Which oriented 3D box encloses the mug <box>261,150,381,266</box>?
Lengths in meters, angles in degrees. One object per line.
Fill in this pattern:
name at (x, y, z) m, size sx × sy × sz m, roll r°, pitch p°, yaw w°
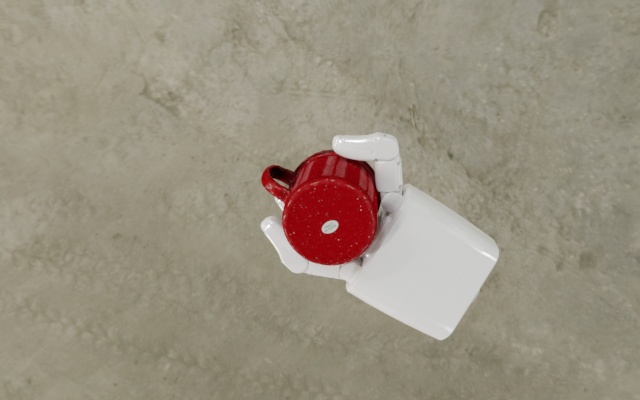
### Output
mug at (-0.001, 0.001, 0.434) m, size 0.117 × 0.093 × 0.081 m, roll 30°, pitch 18°, yaw -5°
